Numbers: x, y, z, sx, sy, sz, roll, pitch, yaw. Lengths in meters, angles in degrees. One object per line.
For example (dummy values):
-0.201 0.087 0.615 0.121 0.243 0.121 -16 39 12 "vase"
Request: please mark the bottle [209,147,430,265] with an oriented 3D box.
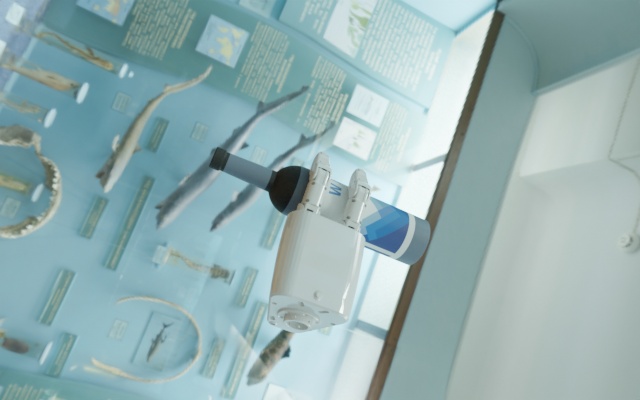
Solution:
0.000 0.002 0.619 0.296 0.069 0.069 23 -6 -14 "bottle"
